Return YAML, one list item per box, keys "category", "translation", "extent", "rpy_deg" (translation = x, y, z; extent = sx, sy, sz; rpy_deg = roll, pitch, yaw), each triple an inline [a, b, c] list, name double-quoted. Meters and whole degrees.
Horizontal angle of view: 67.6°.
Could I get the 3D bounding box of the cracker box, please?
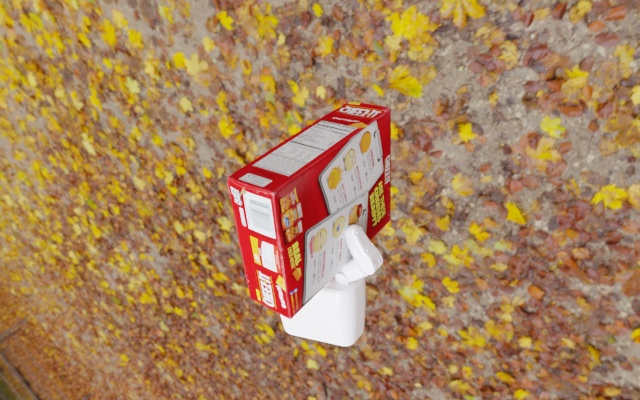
- category: "cracker box"
  translation: [0.000, 0.002, 0.546]
  extent: [0.072, 0.164, 0.213]
  rpy_deg: [19, 40, 31]
